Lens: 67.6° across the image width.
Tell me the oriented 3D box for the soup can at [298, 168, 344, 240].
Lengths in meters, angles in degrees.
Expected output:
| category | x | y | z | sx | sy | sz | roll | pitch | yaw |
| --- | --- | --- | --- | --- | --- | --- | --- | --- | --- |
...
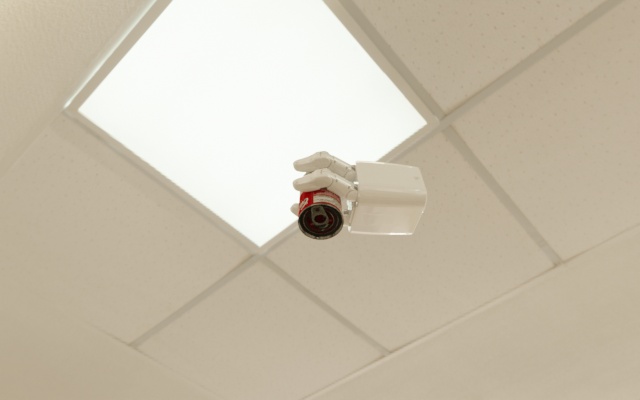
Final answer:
| category | x | y | z | sx | sy | sz | roll | pitch | yaw |
| --- | --- | --- | --- | --- | --- | --- | --- | --- | --- |
| soup can | 0.000 | 0.002 | 0.741 | 0.068 | 0.069 | 0.102 | 0 | 36 | -1 |
